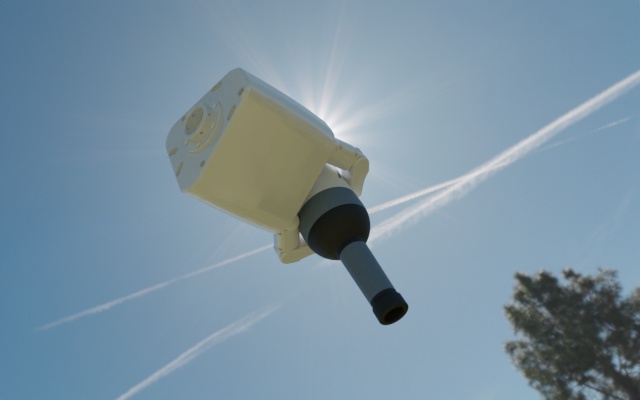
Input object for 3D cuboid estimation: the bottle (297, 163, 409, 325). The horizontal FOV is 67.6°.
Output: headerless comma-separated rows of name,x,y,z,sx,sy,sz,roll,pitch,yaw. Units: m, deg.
bottle,0.000,0.001,0.484,0.069,0.069,0.295,0,38,-31
